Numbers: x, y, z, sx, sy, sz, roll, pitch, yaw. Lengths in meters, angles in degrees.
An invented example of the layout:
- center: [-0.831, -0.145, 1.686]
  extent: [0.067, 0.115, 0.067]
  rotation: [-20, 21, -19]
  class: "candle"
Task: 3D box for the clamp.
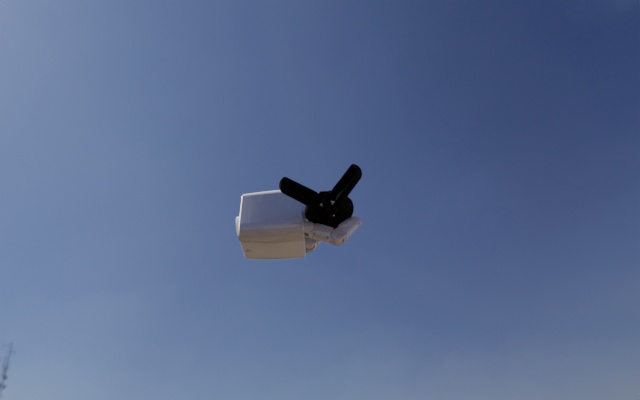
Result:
- center: [0.000, 0.002, 0.746]
  extent: [0.120, 0.039, 0.172]
  rotation: [-1, -33, 0]
  class: "clamp"
